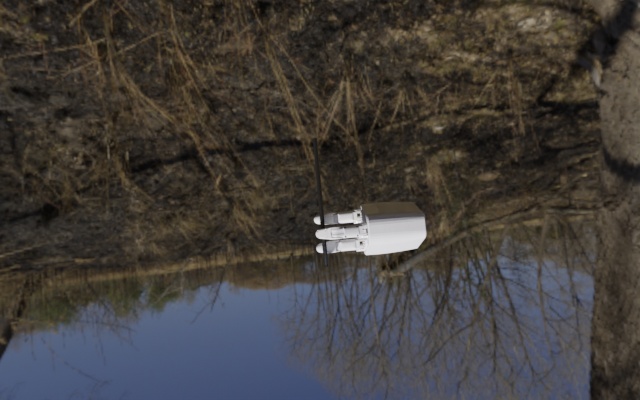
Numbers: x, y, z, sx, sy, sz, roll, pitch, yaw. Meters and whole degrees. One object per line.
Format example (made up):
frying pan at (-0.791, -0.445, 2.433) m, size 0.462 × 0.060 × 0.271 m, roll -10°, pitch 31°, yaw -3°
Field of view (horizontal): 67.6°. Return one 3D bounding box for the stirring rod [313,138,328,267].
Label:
stirring rod at (0.000, 0.003, 0.891) m, size 0.011 × 0.239 × 0.011 m, roll -5°, pitch -3°, yaw 0°
